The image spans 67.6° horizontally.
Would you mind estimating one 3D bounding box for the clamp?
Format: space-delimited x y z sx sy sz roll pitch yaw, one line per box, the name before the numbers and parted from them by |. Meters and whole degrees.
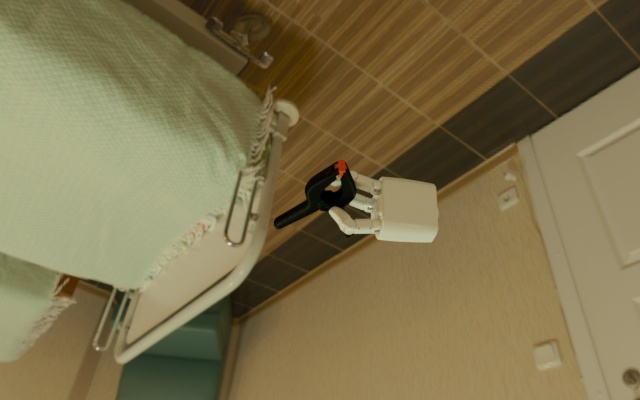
clamp | 0.000 0.003 0.894 0.164 0.036 0.210 3 -39 -9
